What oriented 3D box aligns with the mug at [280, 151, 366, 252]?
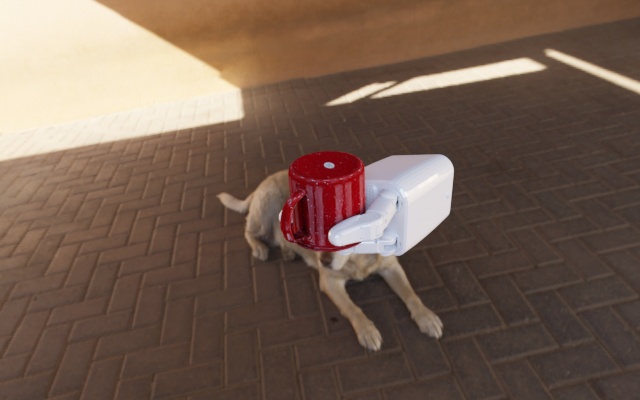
[{"bbox_3d":[-0.001,0.002,0.514,0.093,0.081,0.117,22,37,38],"label":"mug"}]
